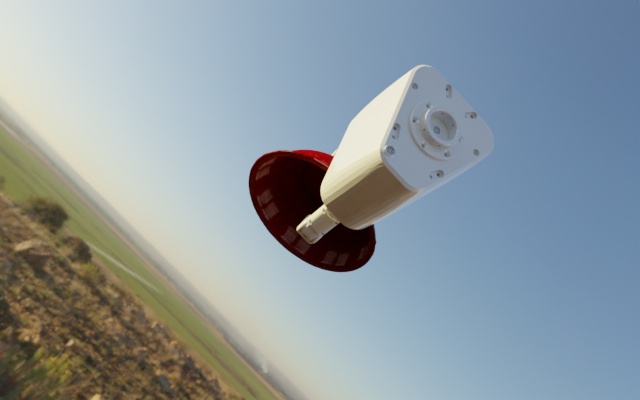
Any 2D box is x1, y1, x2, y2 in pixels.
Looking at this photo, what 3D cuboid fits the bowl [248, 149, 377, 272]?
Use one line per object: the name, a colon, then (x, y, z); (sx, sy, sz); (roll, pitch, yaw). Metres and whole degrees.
bowl: (-0.001, 0.002, 0.530); (0.162, 0.162, 0.055); (0, 35, 40)
